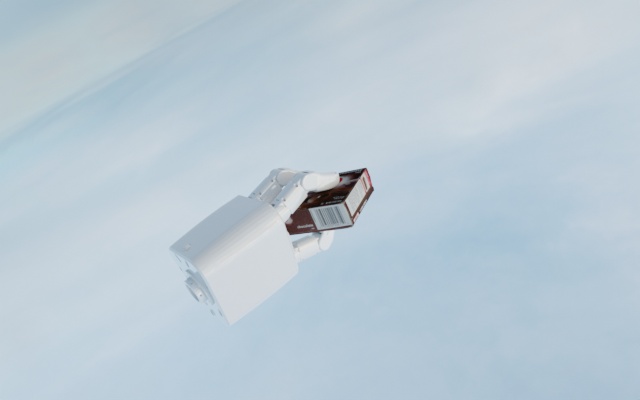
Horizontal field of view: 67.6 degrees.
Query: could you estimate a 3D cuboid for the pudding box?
[{"bbox_3d":[0.000,0.002,0.596,0.113,0.039,0.090,-7,28,28],"label":"pudding box"}]
